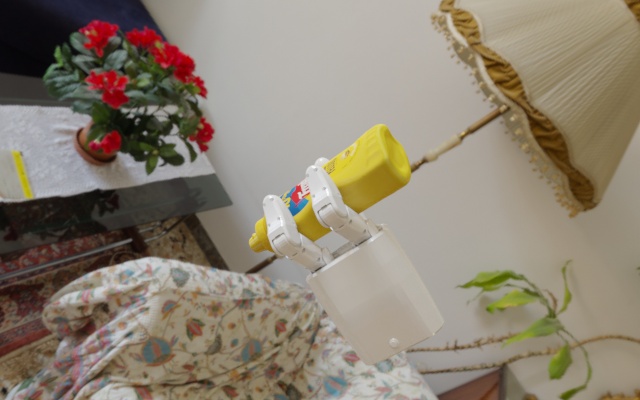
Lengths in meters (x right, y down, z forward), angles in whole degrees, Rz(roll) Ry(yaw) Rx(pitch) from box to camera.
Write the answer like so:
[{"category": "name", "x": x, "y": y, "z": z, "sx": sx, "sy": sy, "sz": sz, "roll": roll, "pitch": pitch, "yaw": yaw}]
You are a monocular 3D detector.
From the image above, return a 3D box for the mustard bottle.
[{"category": "mustard bottle", "x": 0.000, "y": 0.001, "z": 0.495, "sx": 0.192, "sy": 0.058, "sz": 0.096, "roll": -35, "pitch": 21, "yaw": 22}]
